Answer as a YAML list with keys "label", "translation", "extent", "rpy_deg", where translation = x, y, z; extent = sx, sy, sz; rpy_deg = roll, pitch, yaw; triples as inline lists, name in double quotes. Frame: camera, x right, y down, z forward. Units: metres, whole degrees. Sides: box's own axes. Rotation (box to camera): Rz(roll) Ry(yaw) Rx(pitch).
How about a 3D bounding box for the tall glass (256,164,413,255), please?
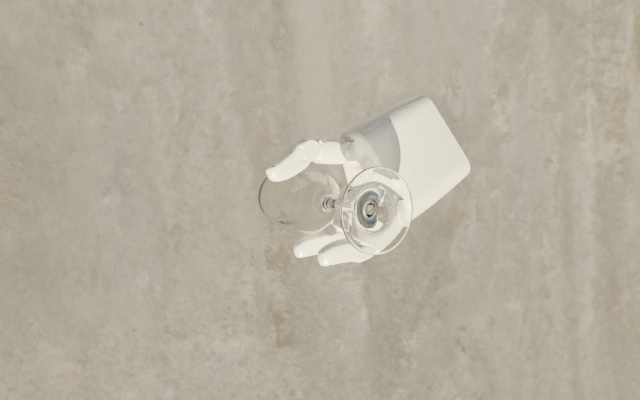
- label: "tall glass"
  translation: [0.000, 0.002, 0.483]
  extent: [0.079, 0.079, 0.201]
  rpy_deg: [0, 4, -29]
